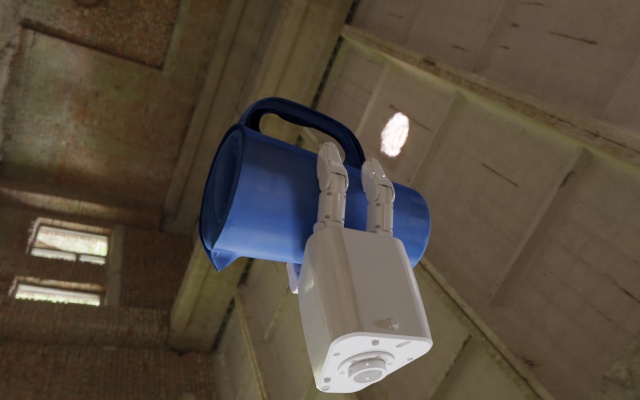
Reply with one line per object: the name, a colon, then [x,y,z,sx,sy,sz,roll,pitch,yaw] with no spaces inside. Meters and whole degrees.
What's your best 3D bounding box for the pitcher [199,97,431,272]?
pitcher: [0.000,0.002,0.529,0.243,0.145,0.149,14,-48,-26]
